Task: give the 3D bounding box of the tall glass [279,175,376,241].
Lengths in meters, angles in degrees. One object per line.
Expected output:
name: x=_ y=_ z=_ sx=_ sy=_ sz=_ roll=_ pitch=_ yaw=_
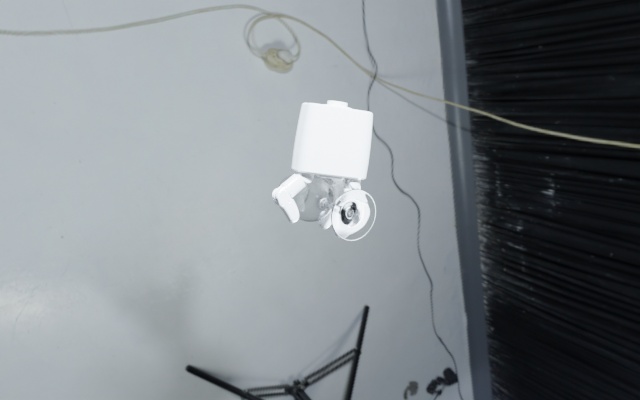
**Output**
tall glass: x=0.000 y=0.003 z=0.753 sx=0.079 sy=0.079 sz=0.201 roll=0 pitch=10 yaw=-29
